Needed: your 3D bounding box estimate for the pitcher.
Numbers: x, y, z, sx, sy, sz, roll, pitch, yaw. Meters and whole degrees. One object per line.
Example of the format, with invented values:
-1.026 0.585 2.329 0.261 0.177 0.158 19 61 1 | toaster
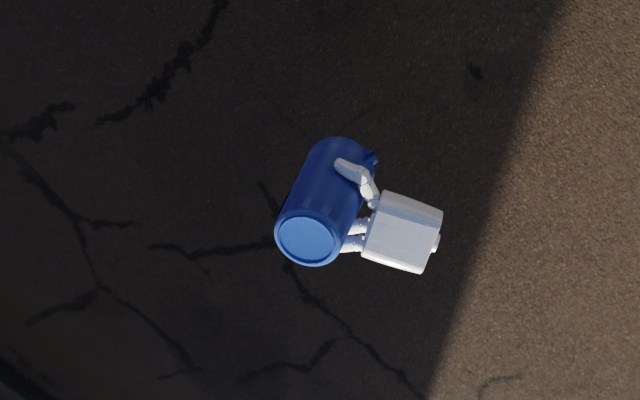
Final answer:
0.000 0.003 0.817 0.145 0.149 0.242 20 35 5 | pitcher
